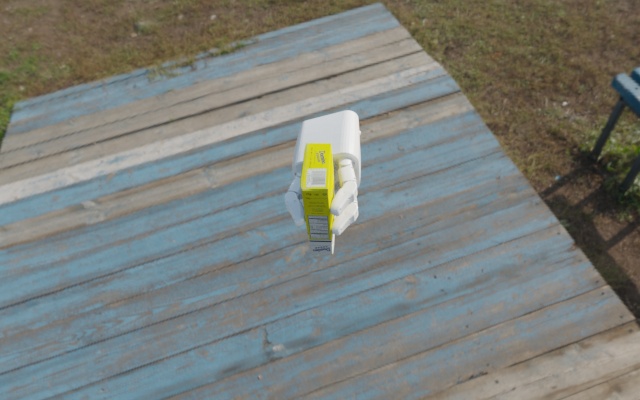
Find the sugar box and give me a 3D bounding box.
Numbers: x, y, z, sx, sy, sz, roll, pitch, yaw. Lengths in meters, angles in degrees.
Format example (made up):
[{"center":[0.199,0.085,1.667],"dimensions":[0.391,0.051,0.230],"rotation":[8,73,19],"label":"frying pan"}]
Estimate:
[{"center":[0.001,0.002,0.759],"dimensions":[0.048,0.093,0.176],"rotation":[0,-37,7],"label":"sugar box"}]
